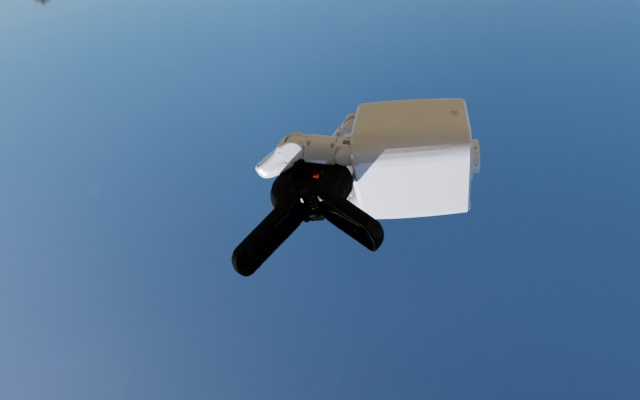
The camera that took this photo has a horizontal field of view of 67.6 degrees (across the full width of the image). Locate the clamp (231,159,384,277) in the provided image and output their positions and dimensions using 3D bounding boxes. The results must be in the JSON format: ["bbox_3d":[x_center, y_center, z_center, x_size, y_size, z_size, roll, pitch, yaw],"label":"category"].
[{"bbox_3d":[0.000,0.002,0.423,0.120,0.039,0.171,-3,34,13],"label":"clamp"}]
